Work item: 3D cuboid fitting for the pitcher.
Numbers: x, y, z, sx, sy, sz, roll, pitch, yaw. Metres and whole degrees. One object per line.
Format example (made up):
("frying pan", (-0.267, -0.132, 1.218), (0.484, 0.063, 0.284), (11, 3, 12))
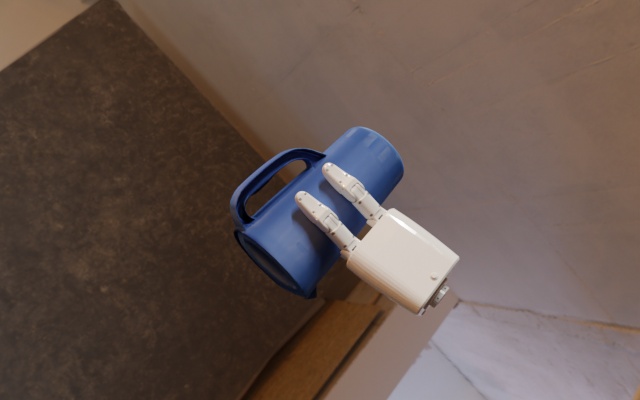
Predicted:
("pitcher", (0.000, 0.002, 0.666), (0.145, 0.242, 0.149), (36, -21, 21))
